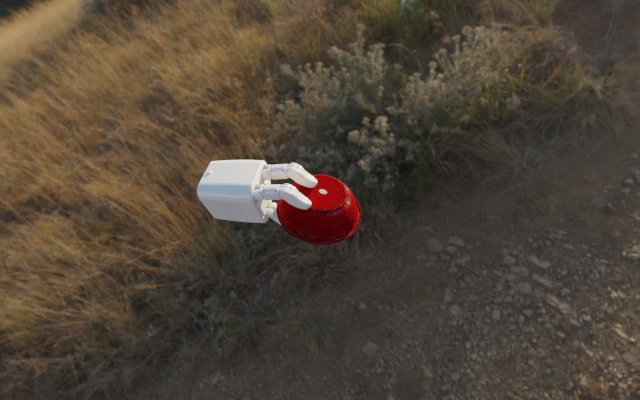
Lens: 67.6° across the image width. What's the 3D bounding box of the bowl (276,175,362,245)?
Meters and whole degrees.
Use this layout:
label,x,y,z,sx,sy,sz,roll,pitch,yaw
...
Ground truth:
label,x,y,z,sx,sy,sz,roll,pitch,yaw
bowl,0.002,0.003,0.884,0.162,0.162,0.055,0,-43,-8
